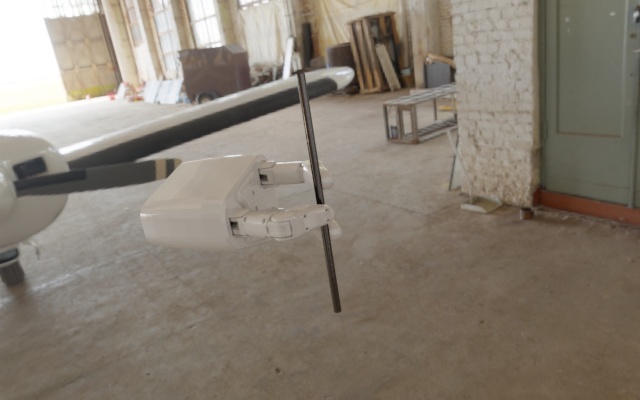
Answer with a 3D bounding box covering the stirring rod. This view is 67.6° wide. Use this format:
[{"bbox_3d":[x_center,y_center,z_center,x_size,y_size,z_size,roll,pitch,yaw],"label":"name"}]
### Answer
[{"bbox_3d":[0.000,0.002,0.456,0.011,0.240,0.011,-8,19,3],"label":"stirring rod"}]
